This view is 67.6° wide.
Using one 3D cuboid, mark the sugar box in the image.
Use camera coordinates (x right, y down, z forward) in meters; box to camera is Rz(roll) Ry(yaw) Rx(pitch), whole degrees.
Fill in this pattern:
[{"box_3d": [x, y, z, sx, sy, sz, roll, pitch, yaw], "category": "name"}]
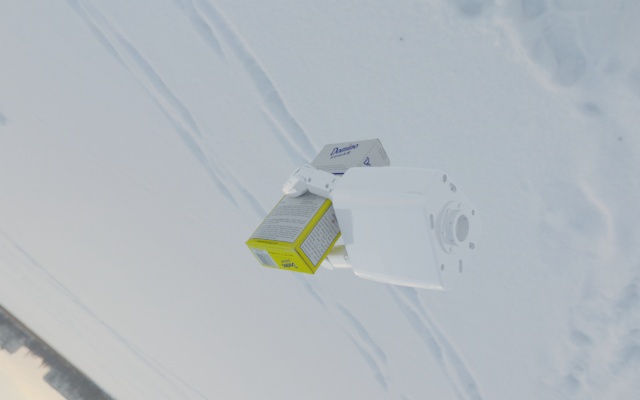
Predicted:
[{"box_3d": [0.000, 0.002, 0.551, 0.093, 0.048, 0.176, 1, 42, 47], "category": "sugar box"}]
